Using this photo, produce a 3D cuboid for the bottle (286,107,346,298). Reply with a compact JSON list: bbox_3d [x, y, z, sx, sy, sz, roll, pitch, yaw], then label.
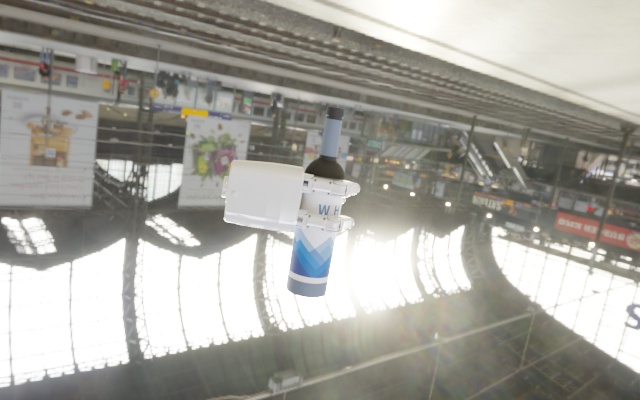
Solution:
[{"bbox_3d":[0.000,0.003,0.750,0.069,0.296,0.069,9,10,-2],"label":"bottle"}]
